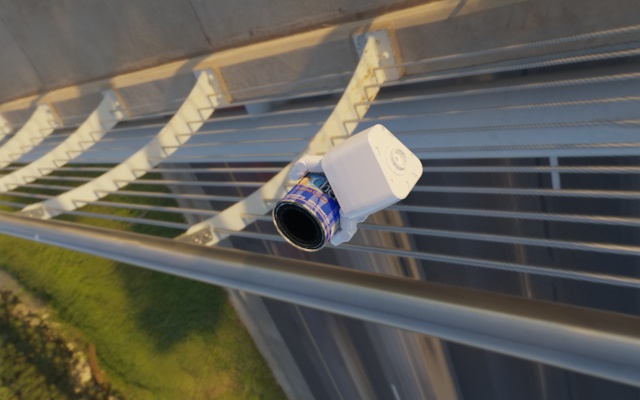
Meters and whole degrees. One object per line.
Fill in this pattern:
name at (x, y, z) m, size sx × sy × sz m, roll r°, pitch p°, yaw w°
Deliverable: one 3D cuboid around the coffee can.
coffee can at (0.000, 0.003, 0.803) m, size 0.103 × 0.103 × 0.140 m, roll 0°, pitch 35°, yaw 38°
